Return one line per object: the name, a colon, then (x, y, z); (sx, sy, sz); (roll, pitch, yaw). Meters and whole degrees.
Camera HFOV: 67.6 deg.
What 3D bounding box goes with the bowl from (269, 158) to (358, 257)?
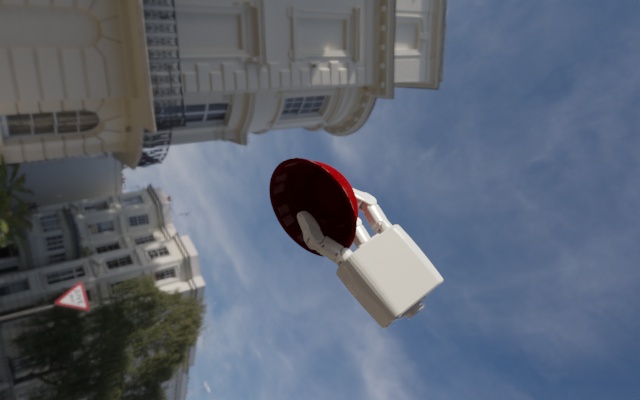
bowl: (0.000, 0.001, 0.718); (0.162, 0.162, 0.055); (0, 26, 41)
